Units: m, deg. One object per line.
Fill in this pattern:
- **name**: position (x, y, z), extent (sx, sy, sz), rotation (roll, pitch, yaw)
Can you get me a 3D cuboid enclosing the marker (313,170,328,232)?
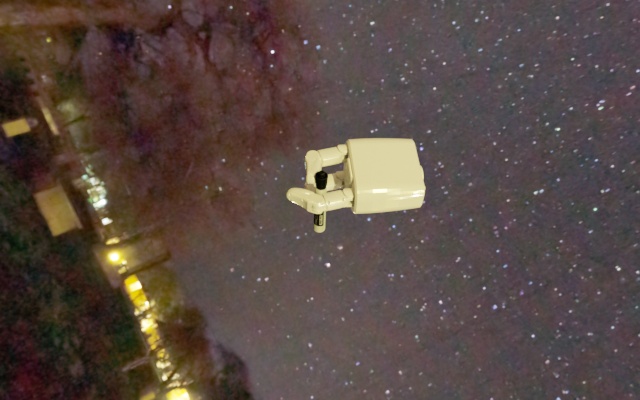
- **marker**: position (0.000, 0.002, 0.723), extent (0.020, 0.020, 0.121), rotation (1, -45, -1)
